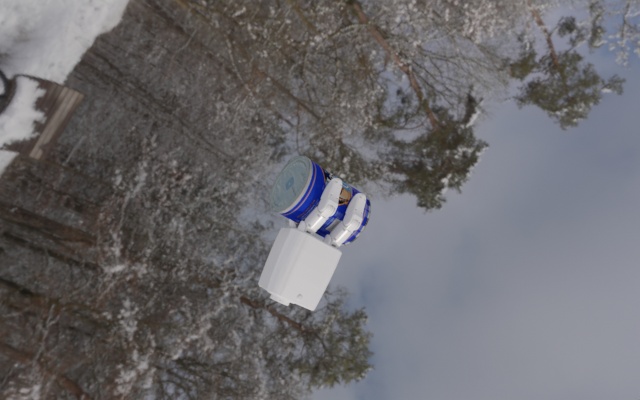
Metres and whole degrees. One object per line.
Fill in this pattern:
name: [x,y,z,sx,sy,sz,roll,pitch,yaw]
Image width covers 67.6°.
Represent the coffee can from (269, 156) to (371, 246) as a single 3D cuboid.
coffee can: [0.000,0.002,0.803,0.140,0.102,0.103,30,-17,-31]
